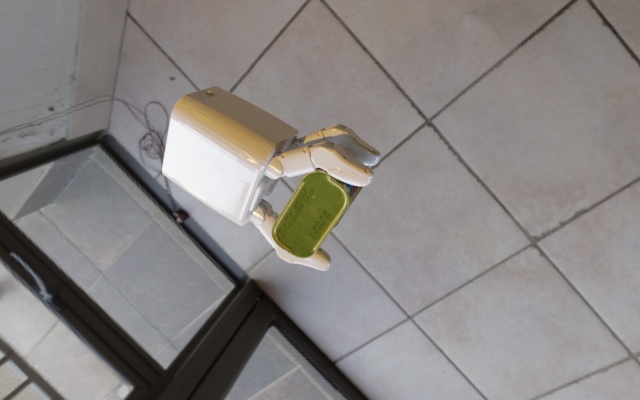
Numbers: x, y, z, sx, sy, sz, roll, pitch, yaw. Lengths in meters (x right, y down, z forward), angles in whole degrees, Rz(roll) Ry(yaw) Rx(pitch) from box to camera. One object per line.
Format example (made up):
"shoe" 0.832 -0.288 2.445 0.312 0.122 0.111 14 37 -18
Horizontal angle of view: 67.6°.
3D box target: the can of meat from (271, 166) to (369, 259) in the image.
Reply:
"can of meat" 0.000 0.002 0.495 0.057 0.102 0.084 34 26 2
